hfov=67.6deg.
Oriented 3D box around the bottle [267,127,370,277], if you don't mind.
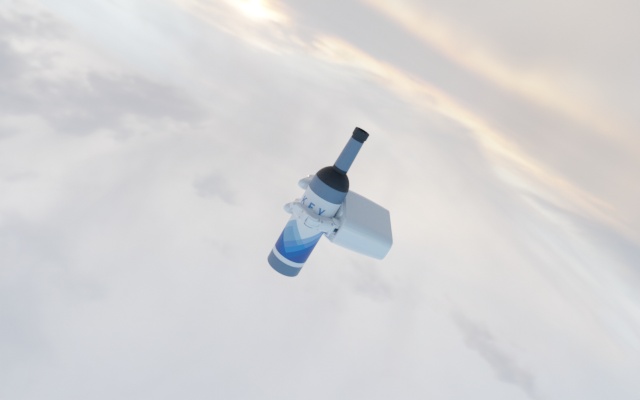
[{"bbox_3d":[0.000,0.003,0.845,0.069,0.296,0.069,27,20,-11],"label":"bottle"}]
